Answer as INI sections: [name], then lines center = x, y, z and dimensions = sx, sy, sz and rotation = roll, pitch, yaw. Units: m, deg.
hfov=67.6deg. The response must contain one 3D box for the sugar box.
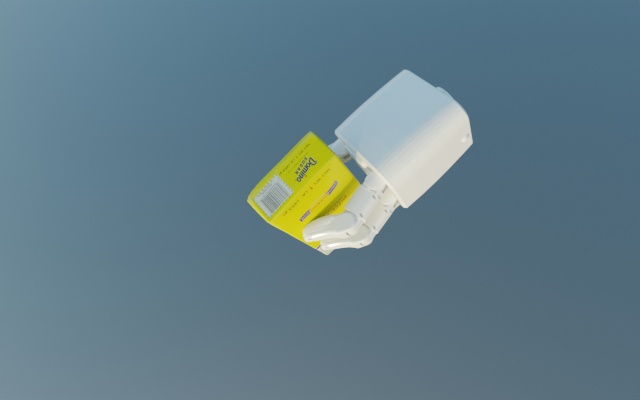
[sugar box]
center = 0.000, 0.002, 0.528
dimensions = 0.048, 0.093, 0.176
rotation = 46, 4, 28
